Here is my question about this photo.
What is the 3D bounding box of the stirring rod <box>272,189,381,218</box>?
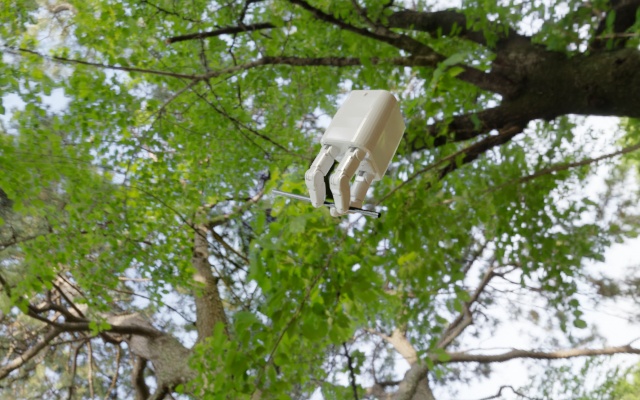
[{"bbox_3d":[0.000,0.002,0.760,0.011,0.011,0.239,0,9,-44],"label":"stirring rod"}]
